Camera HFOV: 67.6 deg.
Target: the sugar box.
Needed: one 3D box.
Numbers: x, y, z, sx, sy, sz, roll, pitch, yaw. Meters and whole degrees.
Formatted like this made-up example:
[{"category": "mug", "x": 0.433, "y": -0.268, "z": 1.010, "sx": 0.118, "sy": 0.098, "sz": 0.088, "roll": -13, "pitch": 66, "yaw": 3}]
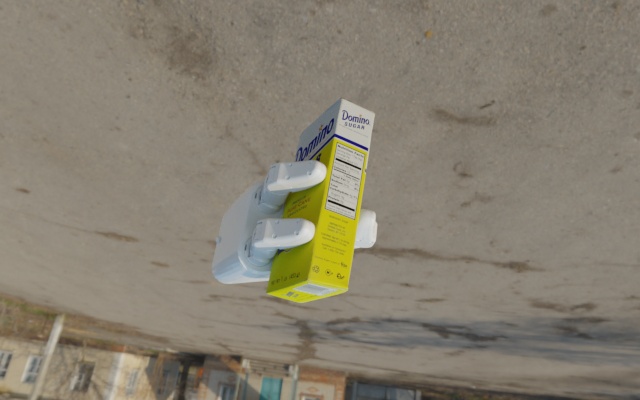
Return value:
[{"category": "sugar box", "x": 0.000, "y": 0.001, "z": 0.449, "sx": 0.048, "sy": 0.176, "sz": 0.093, "roll": 18, "pitch": -24, "yaw": -23}]
